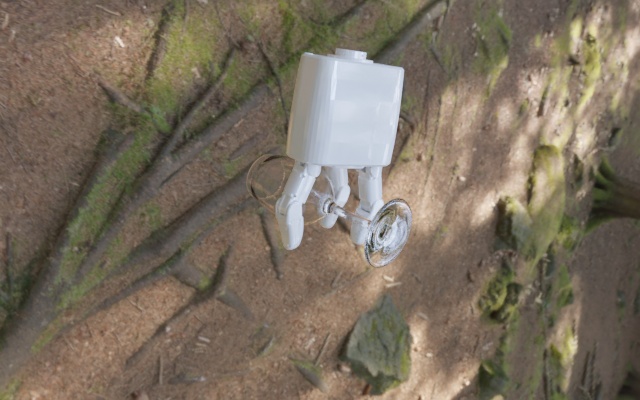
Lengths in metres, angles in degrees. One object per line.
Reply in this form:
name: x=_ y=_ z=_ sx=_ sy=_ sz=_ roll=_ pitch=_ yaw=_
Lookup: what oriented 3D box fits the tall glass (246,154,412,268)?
tall glass: x=0.000 y=0.002 z=0.542 sx=0.201 sy=0.079 sz=0.079 roll=24 pitch=16 yaw=40
